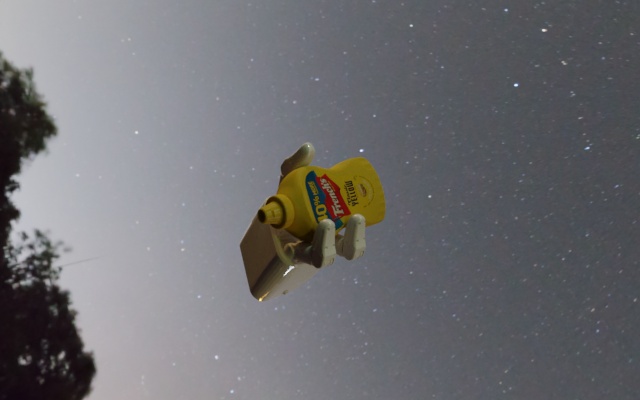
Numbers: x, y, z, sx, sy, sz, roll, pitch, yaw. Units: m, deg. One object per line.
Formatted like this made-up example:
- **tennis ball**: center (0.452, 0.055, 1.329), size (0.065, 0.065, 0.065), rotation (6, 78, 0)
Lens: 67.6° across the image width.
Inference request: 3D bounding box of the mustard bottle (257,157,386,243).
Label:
- **mustard bottle**: center (0.000, 0.002, 0.609), size (0.191, 0.096, 0.058), rotation (-13, -4, -43)
